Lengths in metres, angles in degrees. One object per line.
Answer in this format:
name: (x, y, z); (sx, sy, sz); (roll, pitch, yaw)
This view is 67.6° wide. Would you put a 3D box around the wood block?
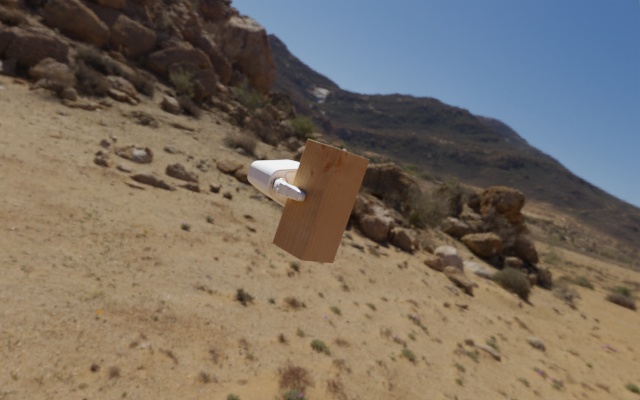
wood block: (0.000, 0.003, 0.885); (0.091, 0.206, 0.090); (13, 9, -46)
